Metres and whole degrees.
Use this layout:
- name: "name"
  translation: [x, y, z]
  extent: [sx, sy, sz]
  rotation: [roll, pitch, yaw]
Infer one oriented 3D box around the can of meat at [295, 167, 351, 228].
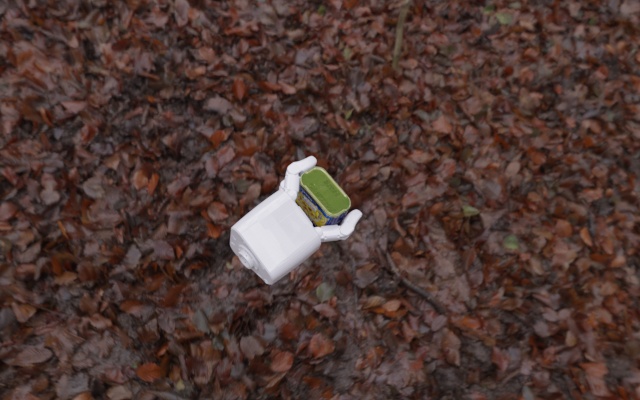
- name: "can of meat"
  translation: [0.000, 0.003, 0.826]
  extent: [0.057, 0.102, 0.084]
  rotation: [-34, -15, -26]
